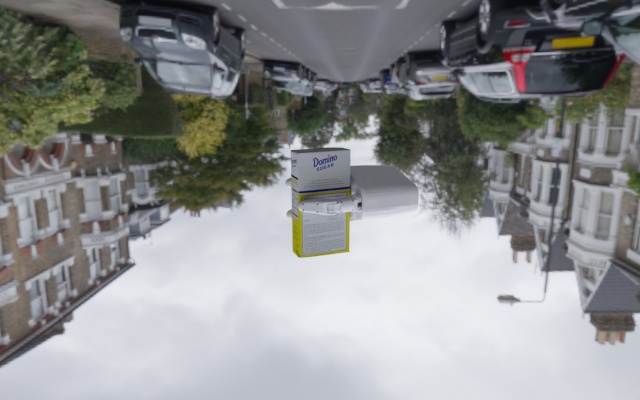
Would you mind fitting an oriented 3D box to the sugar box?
[{"bbox_3d":[0.000,0.003,0.786,0.093,0.176,0.048,-5,13,-21],"label":"sugar box"}]
